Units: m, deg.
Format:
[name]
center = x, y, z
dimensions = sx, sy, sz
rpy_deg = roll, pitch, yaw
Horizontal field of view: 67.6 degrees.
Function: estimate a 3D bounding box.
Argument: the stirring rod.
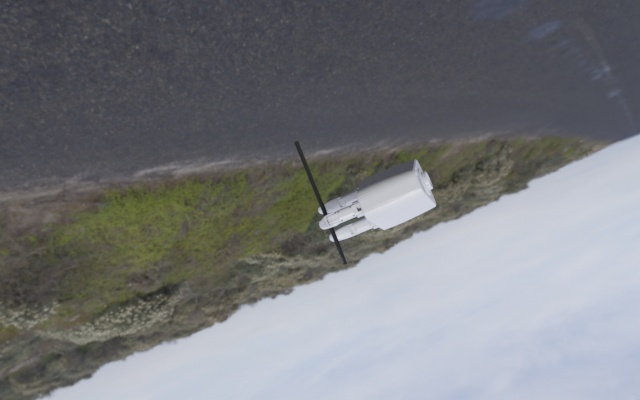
[stirring rod]
center = 0.000, 0.003, 0.865
dimensions = 0.011, 0.239, 0.011
rpy_deg = -22, -6, -2
